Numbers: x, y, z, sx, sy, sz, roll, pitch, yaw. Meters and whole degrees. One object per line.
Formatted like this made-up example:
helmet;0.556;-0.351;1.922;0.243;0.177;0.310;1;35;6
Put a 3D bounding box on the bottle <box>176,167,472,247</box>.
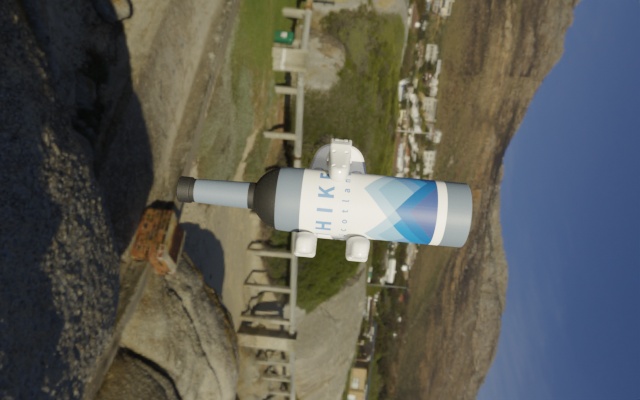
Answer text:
bottle;0.000;0.002;0.495;0.296;0.069;0.069;5;0;1
